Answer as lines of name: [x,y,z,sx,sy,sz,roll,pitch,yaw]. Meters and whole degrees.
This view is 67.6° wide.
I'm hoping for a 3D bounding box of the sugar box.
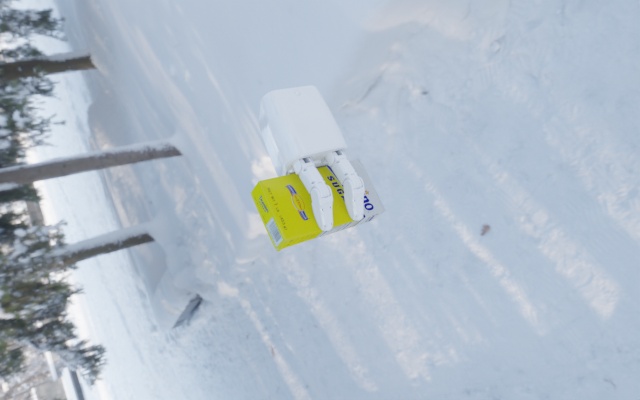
sugar box: [0.000,0.002,0.678,0.176,0.093,0.048,-17,-16,-31]
